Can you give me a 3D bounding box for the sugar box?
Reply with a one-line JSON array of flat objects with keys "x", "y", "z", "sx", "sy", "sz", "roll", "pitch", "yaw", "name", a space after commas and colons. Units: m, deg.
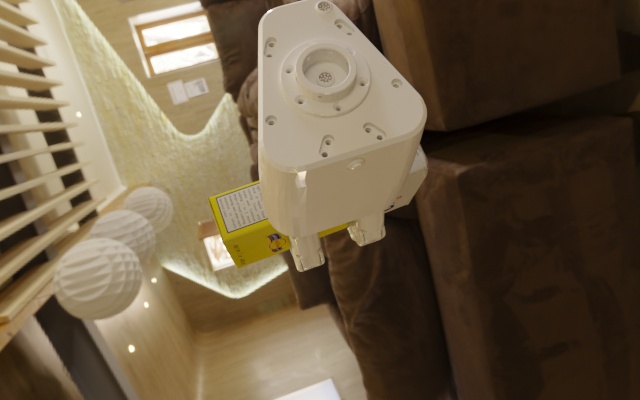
[{"x": 0.000, "y": 0.002, "z": 0.414, "sx": 0.176, "sy": 0.048, "sz": 0.093, "roll": -18, "pitch": -19, "yaw": -8, "name": "sugar box"}]
